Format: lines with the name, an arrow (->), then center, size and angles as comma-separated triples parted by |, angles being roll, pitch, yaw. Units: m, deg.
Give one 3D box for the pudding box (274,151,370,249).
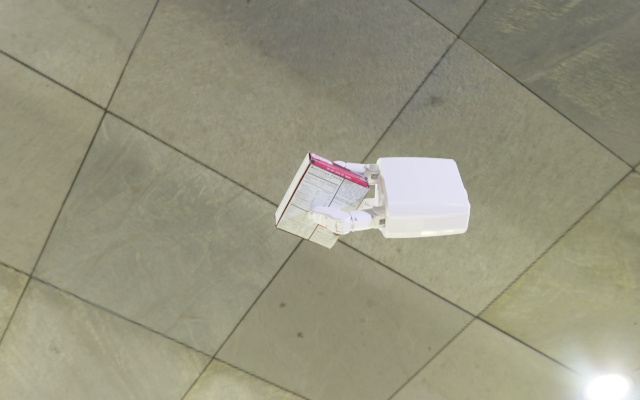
pudding box -> 0.000, 0.002, 0.640 | 0.090, 0.113, 0.039 | 23, 25, -15
